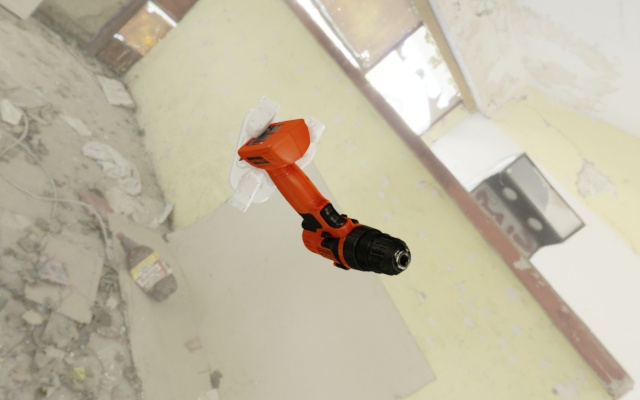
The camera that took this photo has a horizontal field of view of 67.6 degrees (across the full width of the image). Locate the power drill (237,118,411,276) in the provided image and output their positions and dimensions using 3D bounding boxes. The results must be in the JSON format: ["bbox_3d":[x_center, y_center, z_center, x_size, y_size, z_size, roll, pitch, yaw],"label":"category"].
[{"bbox_3d":[0.000,0.001,0.526,0.057,0.188,0.184,-43,24,-22],"label":"power drill"}]
